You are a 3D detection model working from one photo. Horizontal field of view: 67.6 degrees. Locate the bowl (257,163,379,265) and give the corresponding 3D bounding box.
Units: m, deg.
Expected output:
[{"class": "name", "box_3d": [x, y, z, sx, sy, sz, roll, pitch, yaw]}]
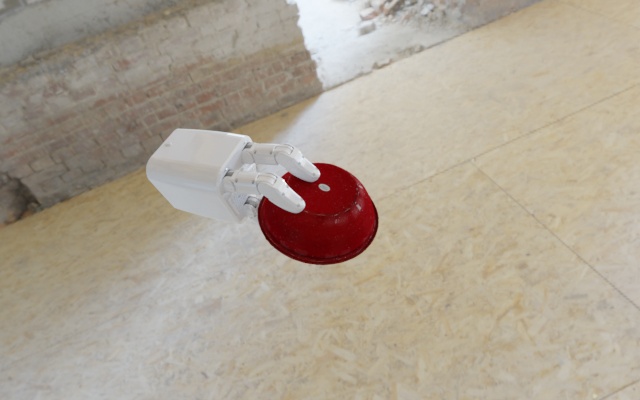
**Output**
[{"class": "bowl", "box_3d": [0.001, 0.002, 0.616, 0.162, 0.162, 0.055, 0, -42, -8]}]
